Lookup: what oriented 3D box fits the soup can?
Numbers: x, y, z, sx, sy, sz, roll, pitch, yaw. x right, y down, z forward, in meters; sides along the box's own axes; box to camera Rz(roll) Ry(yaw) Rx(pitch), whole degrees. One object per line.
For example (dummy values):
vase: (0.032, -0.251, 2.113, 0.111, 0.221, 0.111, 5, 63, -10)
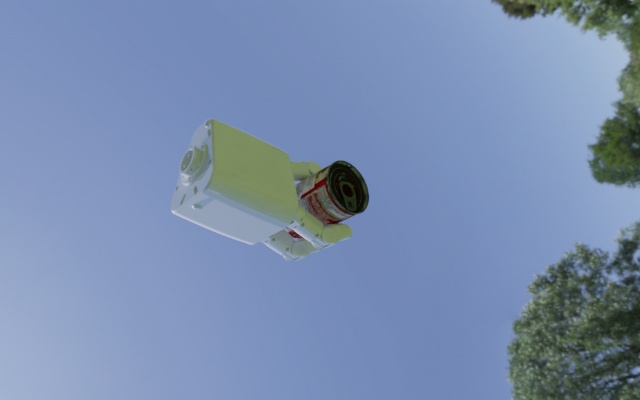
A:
soup can: (0.000, 0.002, 0.592, 0.068, 0.068, 0.102, 0, -21, -46)
